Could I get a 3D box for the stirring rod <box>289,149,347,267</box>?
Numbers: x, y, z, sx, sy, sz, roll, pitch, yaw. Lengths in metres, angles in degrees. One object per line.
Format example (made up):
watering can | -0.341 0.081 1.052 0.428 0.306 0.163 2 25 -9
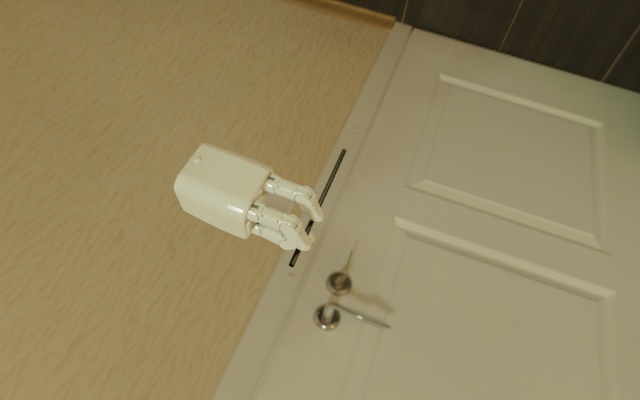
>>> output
stirring rod | 0.000 0.002 0.716 0.011 0.239 0.011 15 -40 13
